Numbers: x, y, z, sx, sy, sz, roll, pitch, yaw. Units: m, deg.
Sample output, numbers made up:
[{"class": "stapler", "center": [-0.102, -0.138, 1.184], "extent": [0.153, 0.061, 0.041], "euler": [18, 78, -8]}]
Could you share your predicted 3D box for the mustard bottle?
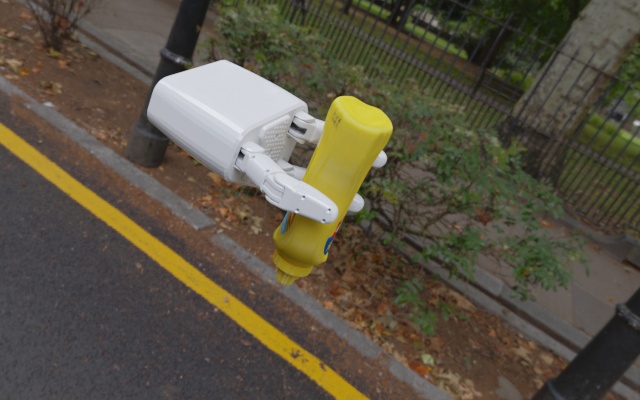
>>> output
[{"class": "mustard bottle", "center": [0.000, 0.001, 0.450], "extent": [0.058, 0.192, 0.096], "euler": [24, 23, -5]}]
